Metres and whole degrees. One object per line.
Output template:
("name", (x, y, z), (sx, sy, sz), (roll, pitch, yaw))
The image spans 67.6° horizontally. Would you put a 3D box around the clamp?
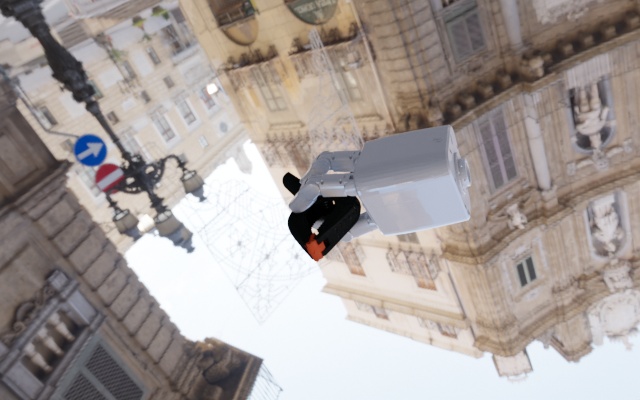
("clamp", (0.000, 0.003, 0.620), (0.164, 0.036, 0.209), (-11, 31, 25))
